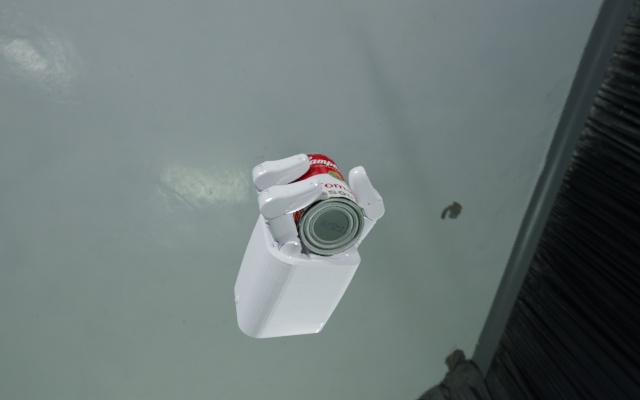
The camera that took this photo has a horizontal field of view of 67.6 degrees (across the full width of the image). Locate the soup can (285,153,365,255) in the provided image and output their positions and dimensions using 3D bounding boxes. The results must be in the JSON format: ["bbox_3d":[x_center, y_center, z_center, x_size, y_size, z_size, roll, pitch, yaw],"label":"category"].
[{"bbox_3d":[0.000,0.001,0.498,0.068,0.068,0.102,0,29,-14],"label":"soup can"}]
